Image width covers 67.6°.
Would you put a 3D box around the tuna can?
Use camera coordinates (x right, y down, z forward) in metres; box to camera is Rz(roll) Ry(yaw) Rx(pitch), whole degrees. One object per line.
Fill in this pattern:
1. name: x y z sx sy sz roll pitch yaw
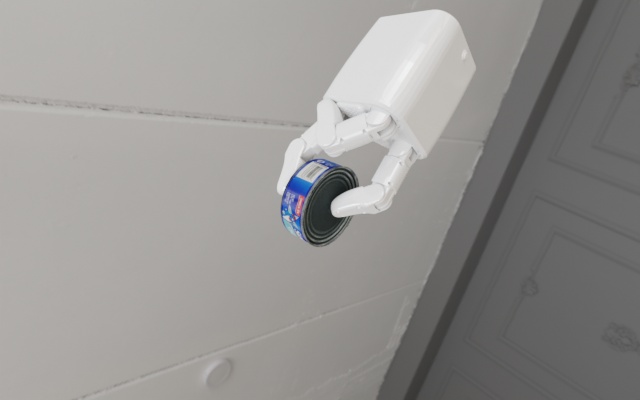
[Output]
1. tuna can: 0.000 0.001 0.485 0.033 0.086 0.086 25 15 36
